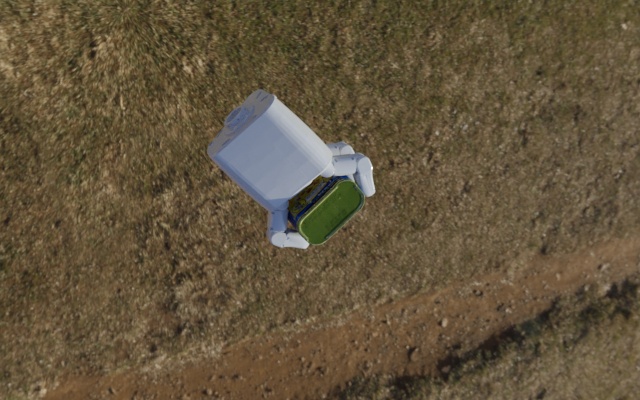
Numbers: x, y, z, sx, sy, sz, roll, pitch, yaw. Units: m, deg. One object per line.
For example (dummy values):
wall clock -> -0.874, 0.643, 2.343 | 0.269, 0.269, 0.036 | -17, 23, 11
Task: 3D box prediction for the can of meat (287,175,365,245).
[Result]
can of meat -> 0.000, 0.002, 0.638 | 0.057, 0.102, 0.084 | 47, -1, -29
